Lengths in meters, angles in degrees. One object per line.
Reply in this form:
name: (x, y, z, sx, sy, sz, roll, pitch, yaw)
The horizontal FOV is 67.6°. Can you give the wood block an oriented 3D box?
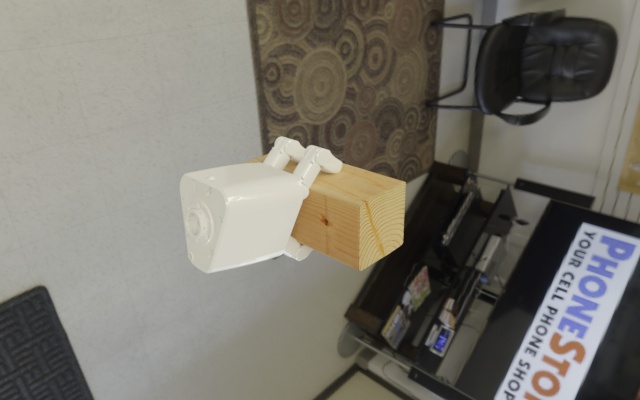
wood block: (0.000, 0.003, 0.630, 0.206, 0.091, 0.090, 21, 34, 39)
